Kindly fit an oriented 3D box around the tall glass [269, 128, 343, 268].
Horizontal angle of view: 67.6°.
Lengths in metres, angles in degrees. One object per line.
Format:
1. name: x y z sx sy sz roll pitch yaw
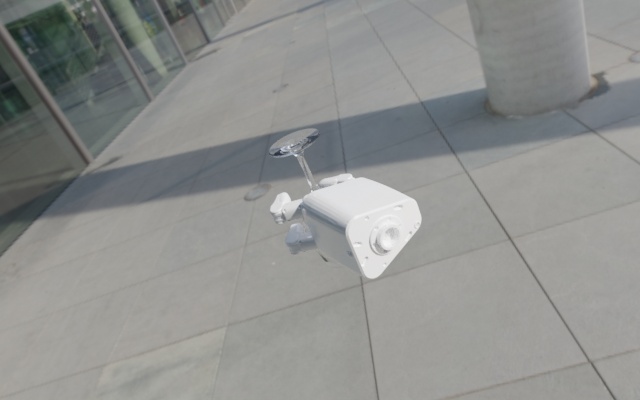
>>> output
1. tall glass: 0.000 0.002 0.688 0.079 0.201 0.079 -18 28 10
